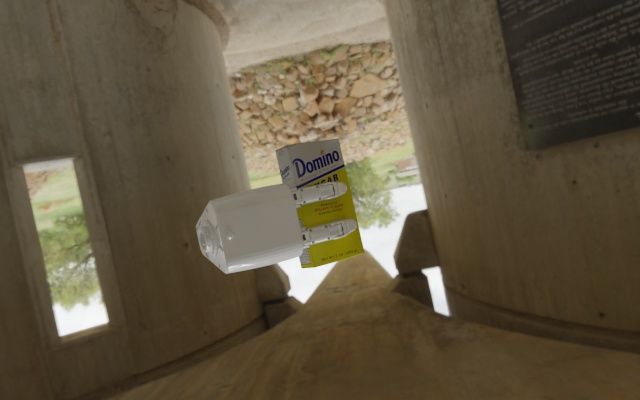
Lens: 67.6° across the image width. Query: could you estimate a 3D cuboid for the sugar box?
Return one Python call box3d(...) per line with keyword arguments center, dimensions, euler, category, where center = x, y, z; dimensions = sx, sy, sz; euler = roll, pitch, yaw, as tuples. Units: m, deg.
box3d(center=(0.000, 0.002, 0.696), dimensions=(0.093, 0.176, 0.048), euler=(-13, 1, -32), category="sugar box")
